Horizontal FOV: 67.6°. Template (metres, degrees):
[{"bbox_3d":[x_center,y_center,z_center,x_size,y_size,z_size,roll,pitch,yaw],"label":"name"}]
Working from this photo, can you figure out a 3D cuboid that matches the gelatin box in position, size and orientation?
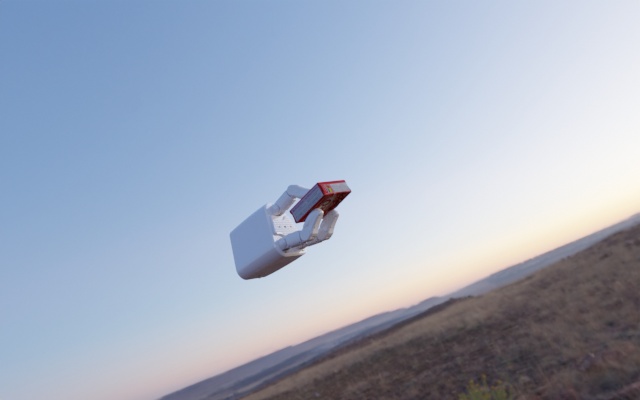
[{"bbox_3d":[0.000,0.002,0.829,0.073,0.030,0.089,-7,-30,-48],"label":"gelatin box"}]
